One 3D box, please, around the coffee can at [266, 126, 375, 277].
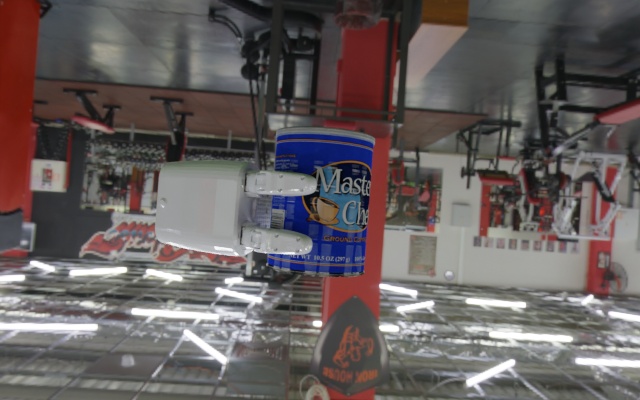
[{"bbox_3d":[0.000,0.001,0.495,0.103,0.140,0.103,4,-1,0],"label":"coffee can"}]
